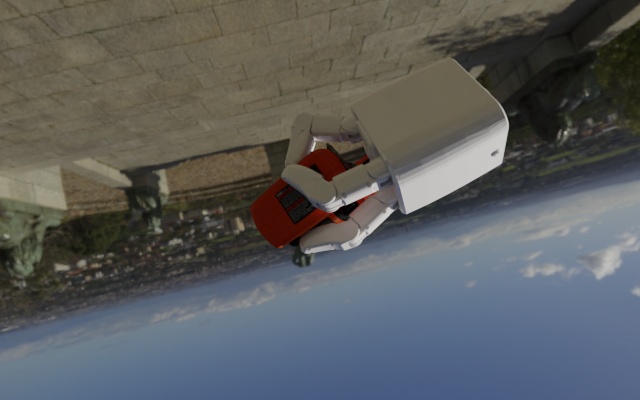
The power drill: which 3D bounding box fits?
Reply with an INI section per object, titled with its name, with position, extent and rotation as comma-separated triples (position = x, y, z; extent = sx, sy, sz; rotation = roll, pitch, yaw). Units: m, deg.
[power drill]
position = 0.000, 0.002, 0.531
extent = 0.184, 0.057, 0.187
rotation = -40, -9, 19
